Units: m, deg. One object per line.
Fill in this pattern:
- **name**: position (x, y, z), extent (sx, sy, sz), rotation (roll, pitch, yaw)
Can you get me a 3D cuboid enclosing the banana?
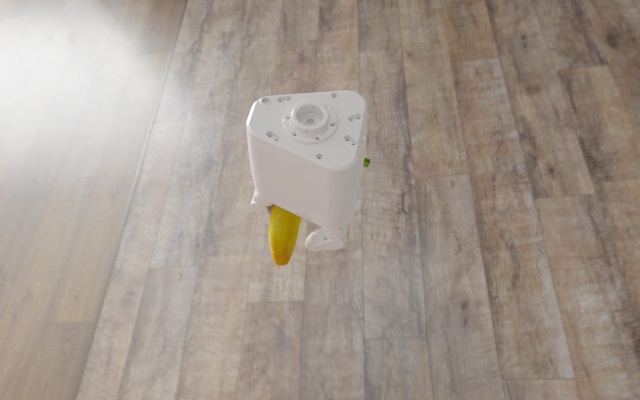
- **banana**: position (-0.013, -0.011, 0.581), extent (0.069, 0.197, 0.037), rotation (36, -29, 8)
